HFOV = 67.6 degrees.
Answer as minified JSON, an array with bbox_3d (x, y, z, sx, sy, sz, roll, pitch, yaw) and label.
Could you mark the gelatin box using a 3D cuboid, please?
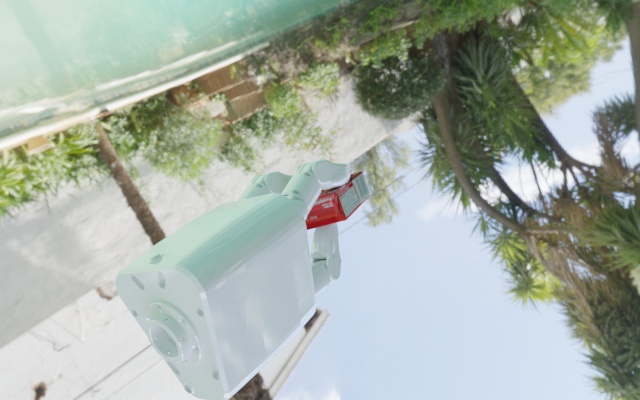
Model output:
[{"bbox_3d":[0.000,0.002,0.461,0.073,0.030,0.089,-15,10,24],"label":"gelatin box"}]
